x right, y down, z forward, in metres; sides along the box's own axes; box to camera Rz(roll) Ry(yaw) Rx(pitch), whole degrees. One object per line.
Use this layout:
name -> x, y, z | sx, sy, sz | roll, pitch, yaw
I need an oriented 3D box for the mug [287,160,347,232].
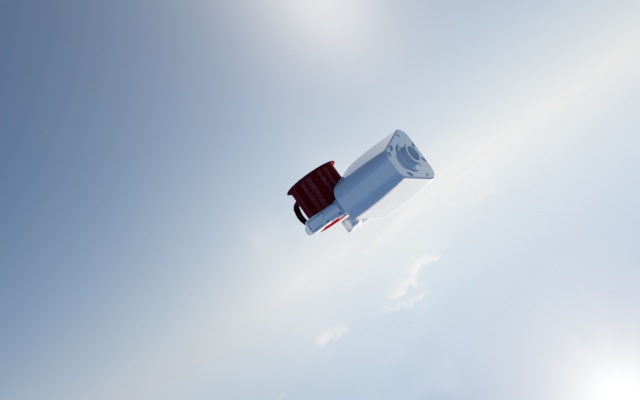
mug -> -0.001, 0.003, 0.764 | 0.117, 0.081, 0.093 | -40, -8, 37
